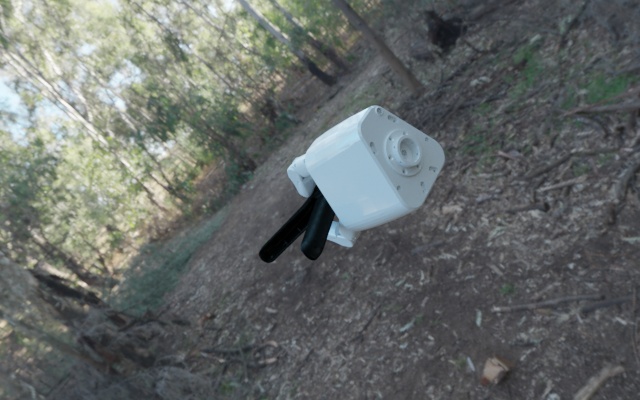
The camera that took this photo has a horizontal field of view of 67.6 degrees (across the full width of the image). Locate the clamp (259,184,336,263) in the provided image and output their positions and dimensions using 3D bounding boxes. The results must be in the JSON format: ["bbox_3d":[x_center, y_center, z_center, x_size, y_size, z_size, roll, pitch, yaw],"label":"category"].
[{"bbox_3d":[0.000,0.001,0.635,0.036,0.210,0.164,42,-30,-15],"label":"clamp"}]
